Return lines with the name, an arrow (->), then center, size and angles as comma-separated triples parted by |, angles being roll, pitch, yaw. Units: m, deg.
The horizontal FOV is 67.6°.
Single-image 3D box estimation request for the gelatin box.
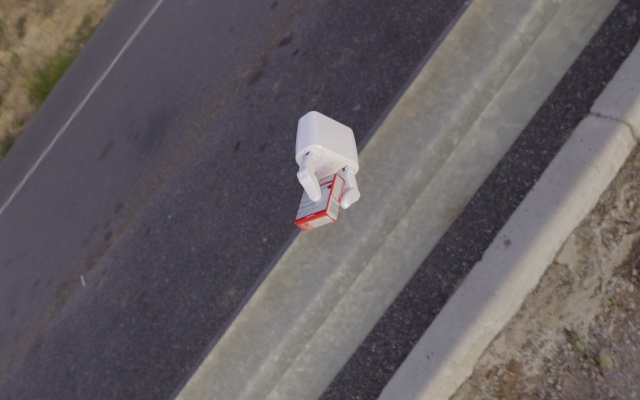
gelatin box -> 0.000, 0.003, 0.811 | 0.073, 0.089, 0.030 | -20, -49, 38
